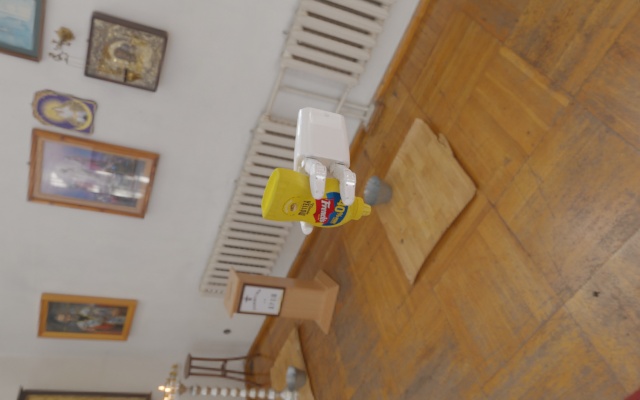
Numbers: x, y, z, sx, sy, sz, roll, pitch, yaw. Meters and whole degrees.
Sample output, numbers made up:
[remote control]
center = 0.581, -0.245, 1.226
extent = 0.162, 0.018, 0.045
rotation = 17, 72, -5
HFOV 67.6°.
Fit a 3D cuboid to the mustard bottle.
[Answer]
[mustard bottle]
center = 0.000, 0.003, 0.834
extent = 0.191, 0.096, 0.058
rotation = 9, 36, -21
